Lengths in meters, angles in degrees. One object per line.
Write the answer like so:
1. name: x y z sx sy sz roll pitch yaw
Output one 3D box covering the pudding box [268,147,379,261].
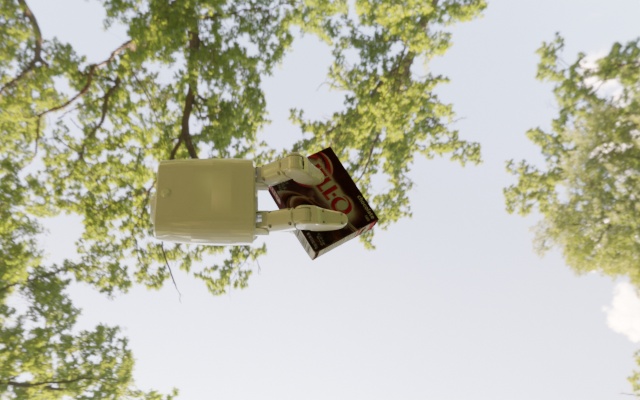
1. pudding box: 0.000 0.002 0.567 0.090 0.113 0.039 -27 -15 -20
